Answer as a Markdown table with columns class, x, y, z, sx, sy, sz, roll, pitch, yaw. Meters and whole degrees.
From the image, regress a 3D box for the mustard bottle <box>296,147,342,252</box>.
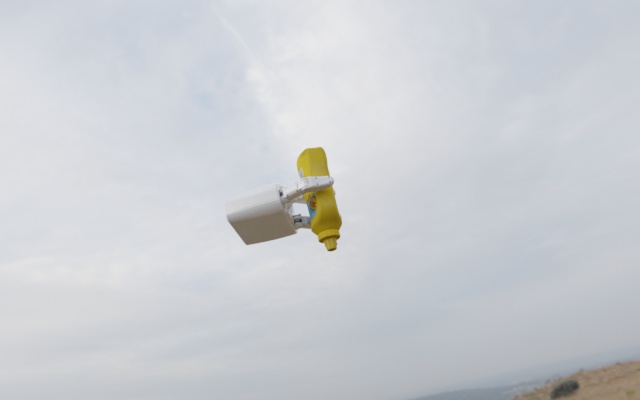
| class | x | y | z | sx | sy | sz | roll | pitch | yaw |
| --- | --- | --- | --- | --- | --- | --- | --- | --- | --- |
| mustard bottle | 0.000 | 0.003 | 0.890 | 0.058 | 0.191 | 0.096 | -7 | -24 | -14 |
